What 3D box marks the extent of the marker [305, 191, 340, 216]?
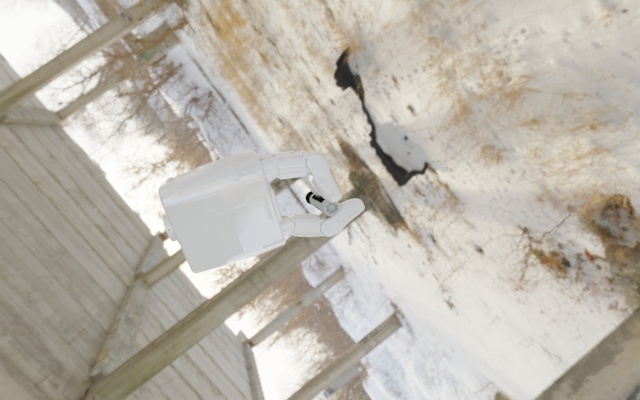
[{"bbox_3d":[0.000,0.002,0.583,0.020,0.020,0.121,0,6,-12],"label":"marker"}]
